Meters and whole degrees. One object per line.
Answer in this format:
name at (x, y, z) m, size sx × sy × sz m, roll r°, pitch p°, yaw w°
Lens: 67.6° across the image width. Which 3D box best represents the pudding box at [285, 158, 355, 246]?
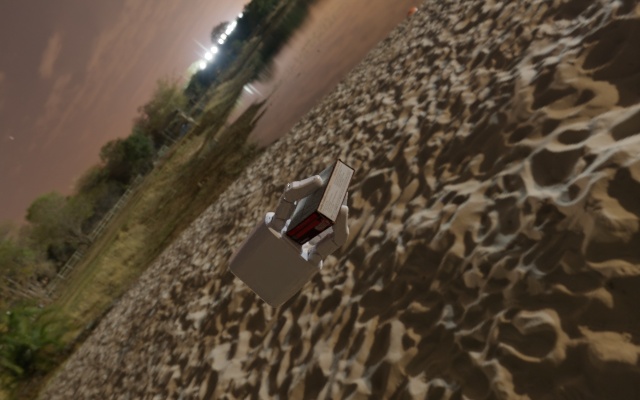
pudding box at (0.000, 0.002, 0.713) m, size 0.039 × 0.113 × 0.090 m, roll 35°, pitch -40°, yaw -17°
